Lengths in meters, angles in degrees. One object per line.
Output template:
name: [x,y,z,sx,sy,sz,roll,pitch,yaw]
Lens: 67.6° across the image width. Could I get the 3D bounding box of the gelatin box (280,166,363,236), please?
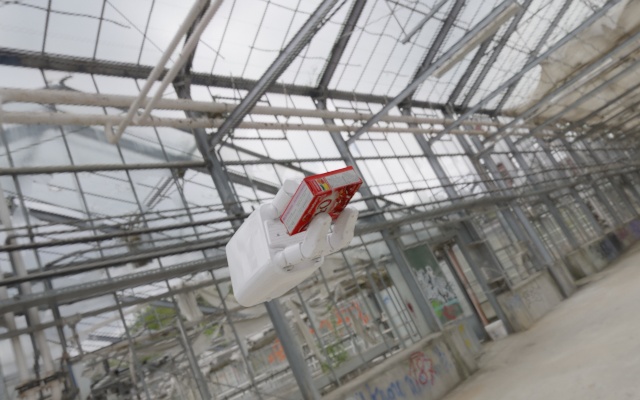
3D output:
gelatin box: [0.000,0.001,0.575,0.073,0.030,0.089,-16,-27,-36]
